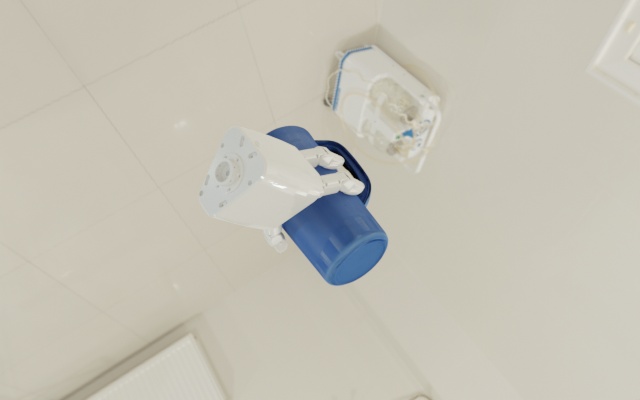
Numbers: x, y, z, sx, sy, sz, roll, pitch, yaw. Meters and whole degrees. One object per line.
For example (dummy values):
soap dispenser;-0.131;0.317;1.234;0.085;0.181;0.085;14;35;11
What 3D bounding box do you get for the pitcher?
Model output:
pitcher;0.000;0.002;0.726;0.145;0.149;0.242;20;26;-54
